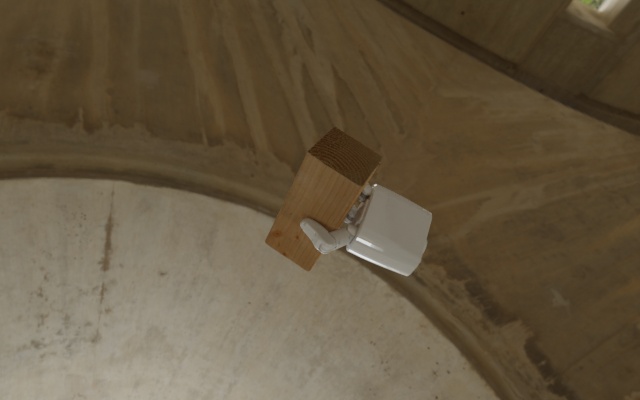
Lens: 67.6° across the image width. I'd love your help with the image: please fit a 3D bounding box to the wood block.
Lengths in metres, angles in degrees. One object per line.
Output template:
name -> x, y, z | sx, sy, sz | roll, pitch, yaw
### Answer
wood block -> 0.000, 0.003, 0.739 | 0.090, 0.206, 0.090 | 34, 42, 5
